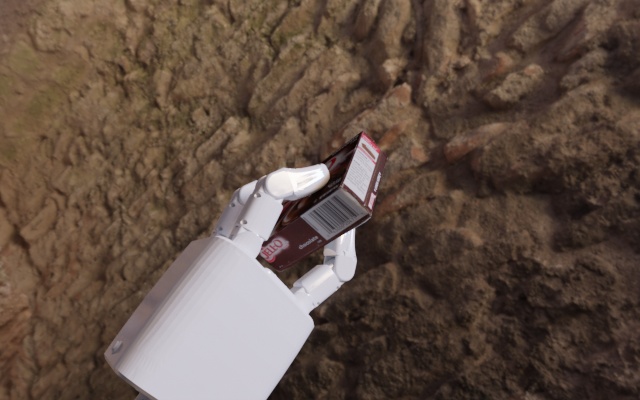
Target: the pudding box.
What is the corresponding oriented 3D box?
[{"bbox_3d":[0.000,0.002,0.412,0.113,0.039,0.090,-33,21,34],"label":"pudding box"}]
